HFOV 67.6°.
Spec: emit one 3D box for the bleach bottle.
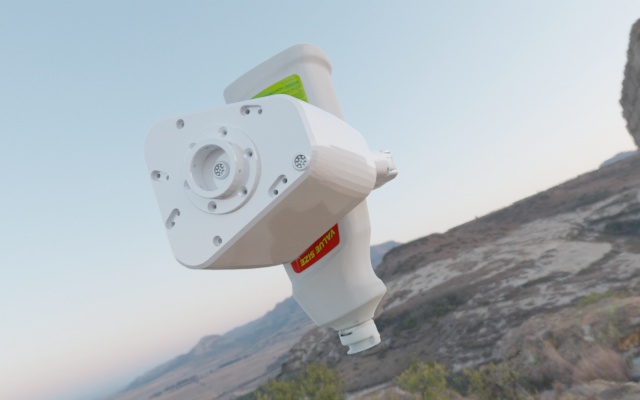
[{"bbox_3d":[0.000,0.001,0.409,0.102,0.250,0.068,-24,-11,20],"label":"bleach bottle"}]
